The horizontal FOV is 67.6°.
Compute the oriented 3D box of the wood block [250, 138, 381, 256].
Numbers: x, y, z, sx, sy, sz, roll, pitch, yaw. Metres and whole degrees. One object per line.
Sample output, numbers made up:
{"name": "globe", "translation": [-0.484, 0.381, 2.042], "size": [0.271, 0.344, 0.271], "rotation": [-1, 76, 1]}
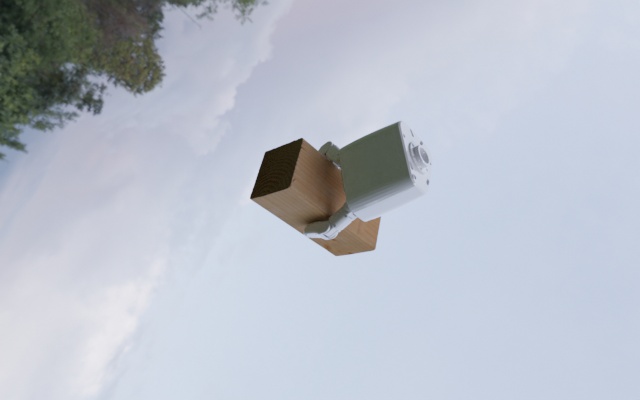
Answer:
{"name": "wood block", "translation": [0.000, 0.003, 0.765], "size": [0.090, 0.090, 0.206], "rotation": [-14, -39, 41]}
